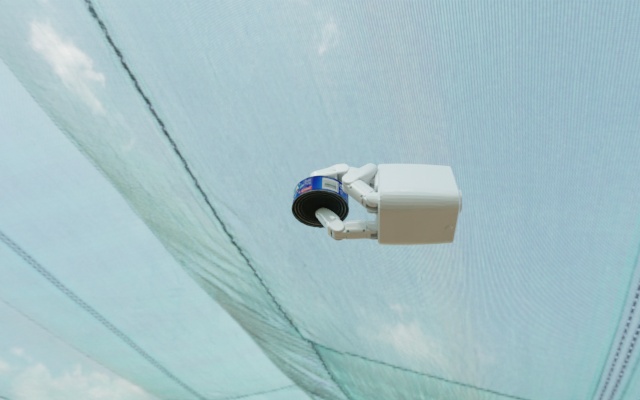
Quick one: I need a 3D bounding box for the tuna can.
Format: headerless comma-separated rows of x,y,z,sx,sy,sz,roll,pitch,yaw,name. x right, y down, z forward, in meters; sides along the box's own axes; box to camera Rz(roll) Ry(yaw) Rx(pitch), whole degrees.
0.000,0.002,0.720,0.086,0.033,0.086,1,-41,1,tuna can
